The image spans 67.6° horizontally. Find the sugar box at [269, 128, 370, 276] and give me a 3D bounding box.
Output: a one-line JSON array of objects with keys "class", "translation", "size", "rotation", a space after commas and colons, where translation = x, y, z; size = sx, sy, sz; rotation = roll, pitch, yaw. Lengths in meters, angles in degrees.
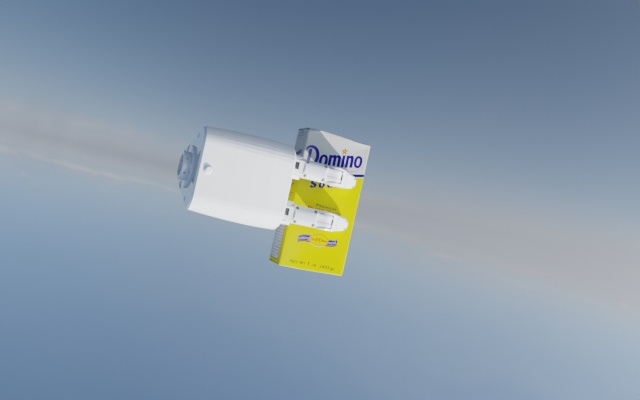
[{"class": "sugar box", "translation": [0.000, 0.002, 0.620], "size": [0.093, 0.176, 0.048], "rotation": [13, 0, -24]}]
